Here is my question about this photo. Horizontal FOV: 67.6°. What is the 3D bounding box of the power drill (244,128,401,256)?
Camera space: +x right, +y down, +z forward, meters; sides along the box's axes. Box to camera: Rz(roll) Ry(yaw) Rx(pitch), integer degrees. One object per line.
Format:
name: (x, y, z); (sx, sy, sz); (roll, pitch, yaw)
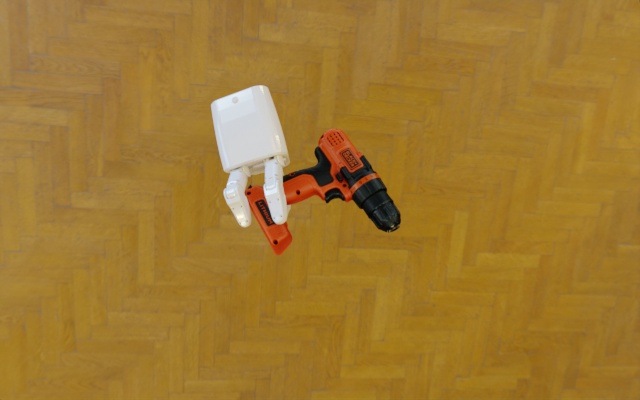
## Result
power drill: (0.000, 0.002, 0.693); (0.187, 0.184, 0.057); (-29, -24, -11)
